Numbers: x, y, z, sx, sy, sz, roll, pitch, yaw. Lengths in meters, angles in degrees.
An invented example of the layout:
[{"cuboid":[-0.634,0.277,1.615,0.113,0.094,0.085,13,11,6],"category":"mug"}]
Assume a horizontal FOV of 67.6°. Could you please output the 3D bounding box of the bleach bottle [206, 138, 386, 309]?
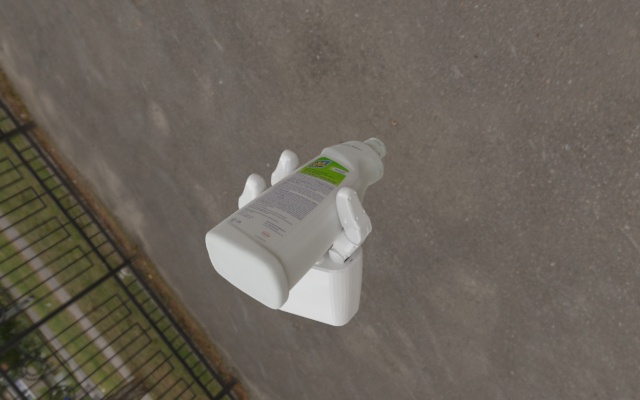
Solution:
[{"cuboid":[0.000,0.002,0.524,0.102,0.068,0.250,24,47,31],"category":"bleach bottle"}]
